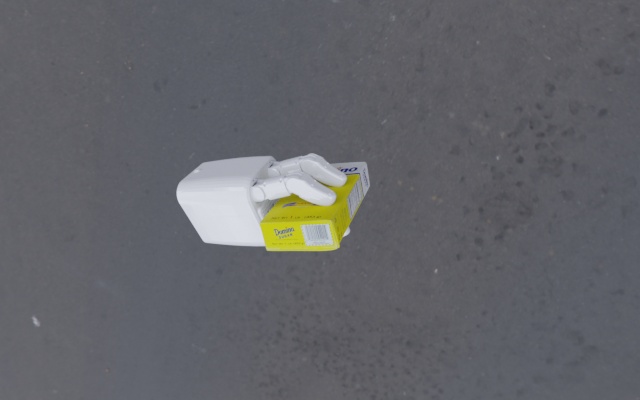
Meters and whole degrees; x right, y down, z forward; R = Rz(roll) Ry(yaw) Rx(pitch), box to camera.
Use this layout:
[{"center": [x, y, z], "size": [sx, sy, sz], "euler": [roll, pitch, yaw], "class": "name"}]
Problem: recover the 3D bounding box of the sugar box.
[{"center": [0.000, 0.002, 0.620], "size": [0.093, 0.048, 0.176], "euler": [-2, 28, 20], "class": "sugar box"}]
